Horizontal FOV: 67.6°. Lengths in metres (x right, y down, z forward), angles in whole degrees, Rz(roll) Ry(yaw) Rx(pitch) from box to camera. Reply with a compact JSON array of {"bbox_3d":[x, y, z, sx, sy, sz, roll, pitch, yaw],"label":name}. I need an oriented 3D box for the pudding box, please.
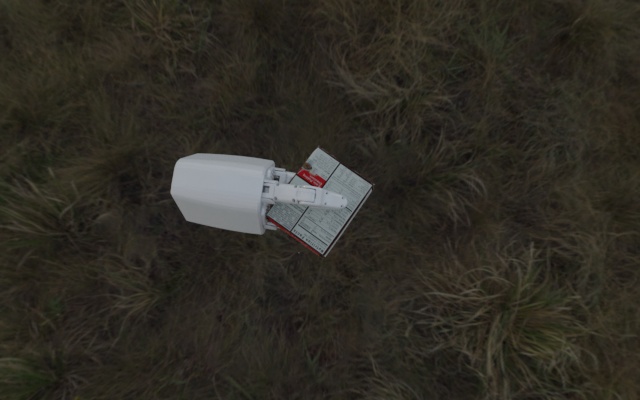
[{"bbox_3d":[0.000,0.002,0.595,0.090,0.113,0.039,36,-4,5],"label":"pudding box"}]
